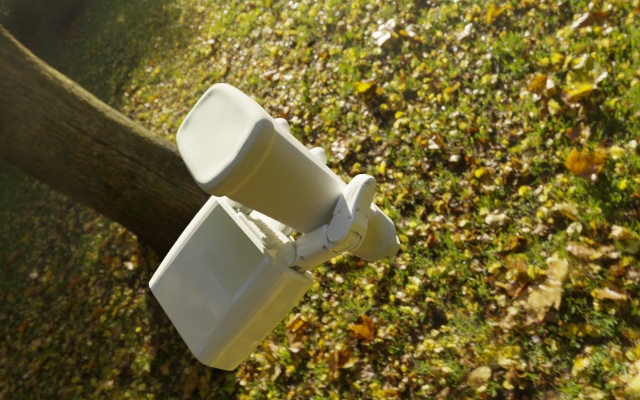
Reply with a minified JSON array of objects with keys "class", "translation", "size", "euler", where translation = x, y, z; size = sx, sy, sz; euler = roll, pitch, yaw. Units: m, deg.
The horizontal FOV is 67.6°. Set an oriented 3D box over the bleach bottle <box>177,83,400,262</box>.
[{"class":"bleach bottle","translation":[0.000,0.001,0.417],"size":[0.251,0.068,0.102],"euler":[34,9,-43]}]
